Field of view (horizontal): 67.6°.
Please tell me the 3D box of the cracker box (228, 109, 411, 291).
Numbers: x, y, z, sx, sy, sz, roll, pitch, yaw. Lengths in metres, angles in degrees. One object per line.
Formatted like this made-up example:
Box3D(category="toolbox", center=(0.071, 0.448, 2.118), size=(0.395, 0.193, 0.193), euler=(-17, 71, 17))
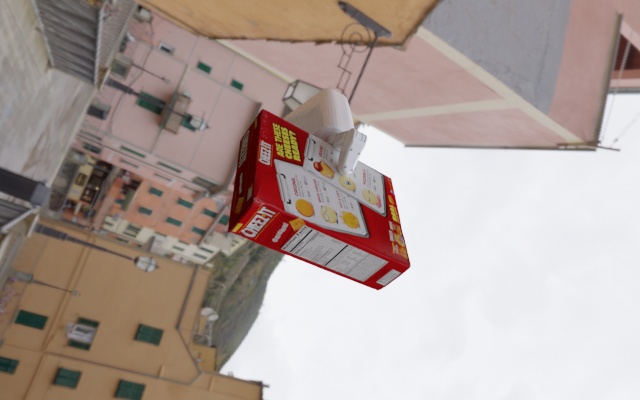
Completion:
Box3D(category="cracker box", center=(0.000, 0.002, 0.594), size=(0.214, 0.164, 0.072), euler=(25, -52, -24))
